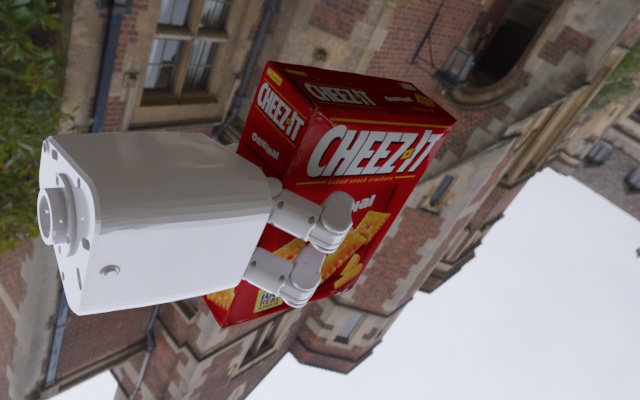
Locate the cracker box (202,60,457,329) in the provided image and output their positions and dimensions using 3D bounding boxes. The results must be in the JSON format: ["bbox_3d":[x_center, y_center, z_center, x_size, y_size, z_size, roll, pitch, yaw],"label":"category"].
[{"bbox_3d":[0.000,0.001,0.412,0.164,0.214,0.072,-6,44,-43],"label":"cracker box"}]
